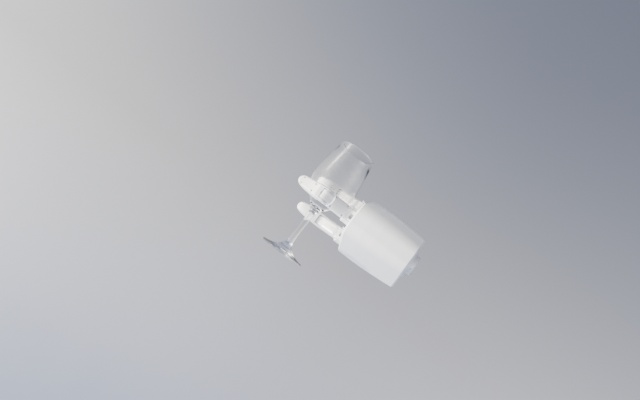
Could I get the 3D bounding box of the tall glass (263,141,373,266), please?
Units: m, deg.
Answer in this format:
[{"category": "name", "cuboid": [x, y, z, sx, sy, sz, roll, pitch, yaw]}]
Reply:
[{"category": "tall glass", "cuboid": [0.000, 0.003, 0.755, 0.079, 0.201, 0.079, 37, -5, 4]}]
